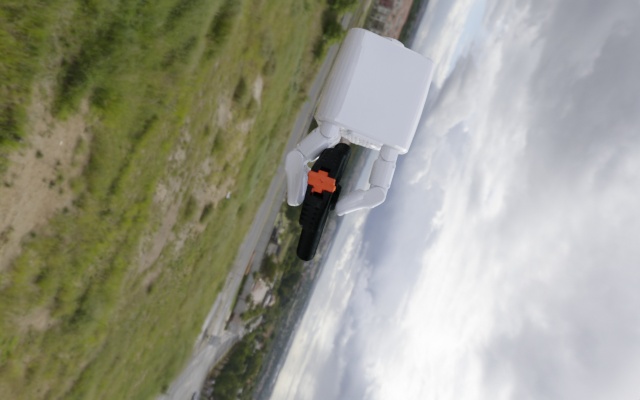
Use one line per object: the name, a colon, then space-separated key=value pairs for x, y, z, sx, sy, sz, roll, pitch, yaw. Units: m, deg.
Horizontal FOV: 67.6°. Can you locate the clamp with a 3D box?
clamp: x=0.001 y=0.002 z=0.550 sx=0.036 sy=0.164 sz=0.210 roll=19 pitch=2 yaw=3
